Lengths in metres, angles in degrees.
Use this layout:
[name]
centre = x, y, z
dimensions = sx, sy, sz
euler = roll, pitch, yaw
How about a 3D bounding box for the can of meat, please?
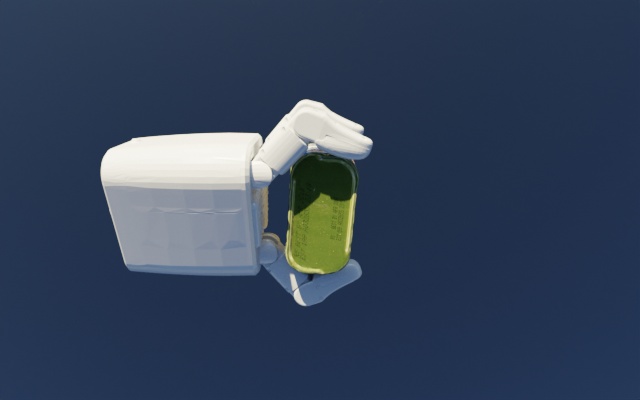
[can of meat]
centre = 0.000, 0.002, 0.401
dimensions = 0.057, 0.102, 0.084
euler = 4, 16, -1
